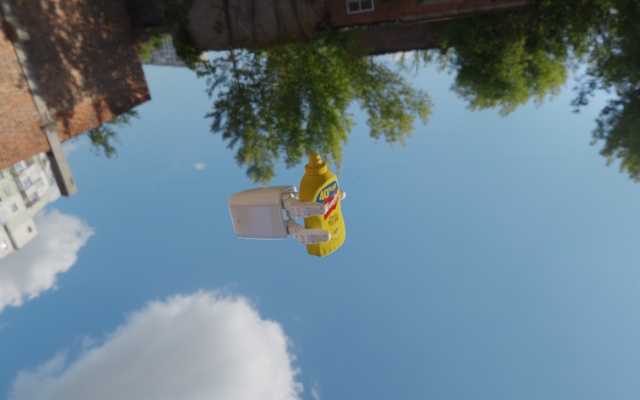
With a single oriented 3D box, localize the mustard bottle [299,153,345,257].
[{"bbox_3d":[0.000,0.003,0.899,0.058,0.192,0.096,10,31,35],"label":"mustard bottle"}]
